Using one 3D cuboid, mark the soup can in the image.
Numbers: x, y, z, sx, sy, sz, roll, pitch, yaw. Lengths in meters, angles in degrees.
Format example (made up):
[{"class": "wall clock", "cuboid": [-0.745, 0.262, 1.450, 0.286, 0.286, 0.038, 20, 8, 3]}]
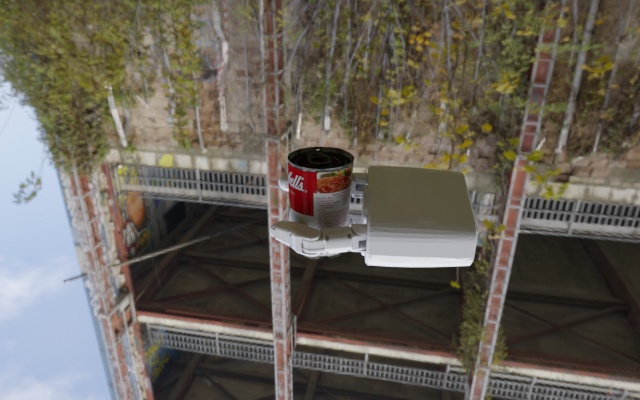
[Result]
[{"class": "soup can", "cuboid": [0.000, 0.002, 0.505, 0.068, 0.102, 0.068, 0, 25, 0]}]
